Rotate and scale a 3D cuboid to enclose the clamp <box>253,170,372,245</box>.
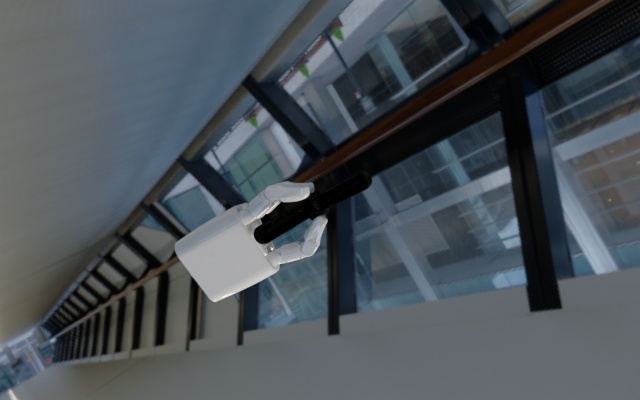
[{"bbox_3d":[0.000,0.003,0.681,0.164,0.036,0.210,-28,1,8],"label":"clamp"}]
